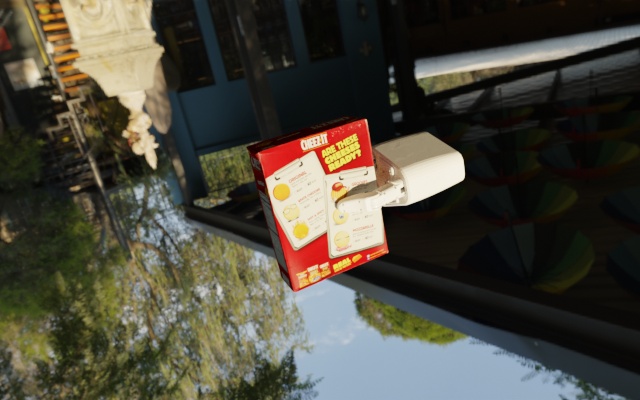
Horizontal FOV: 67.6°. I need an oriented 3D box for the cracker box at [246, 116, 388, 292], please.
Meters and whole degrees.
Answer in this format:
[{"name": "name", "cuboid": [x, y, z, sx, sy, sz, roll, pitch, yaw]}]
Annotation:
[{"name": "cracker box", "cuboid": [0.000, 0.002, 0.696, 0.164, 0.214, 0.072, -20, 22, -20]}]
